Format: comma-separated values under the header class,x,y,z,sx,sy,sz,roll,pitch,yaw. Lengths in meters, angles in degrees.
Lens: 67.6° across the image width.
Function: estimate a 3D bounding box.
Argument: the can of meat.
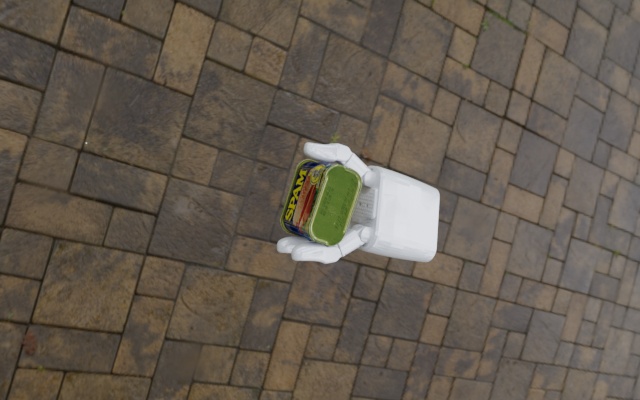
class,x,y,z,sx,sy,sz,roll,pitch,yaw
can of meat,0.000,0.002,0.596,0.057,0.102,0.084,19,-2,-27
